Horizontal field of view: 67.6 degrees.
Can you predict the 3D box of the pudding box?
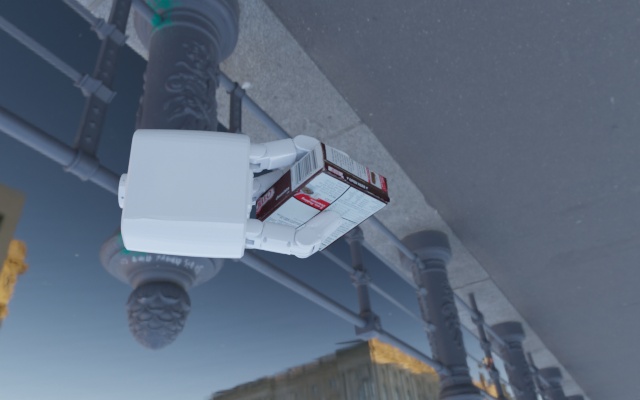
[{"bbox_3d":[0.000,0.002,0.490,0.090,0.039,0.113,25,-45,-32],"label":"pudding box"}]
